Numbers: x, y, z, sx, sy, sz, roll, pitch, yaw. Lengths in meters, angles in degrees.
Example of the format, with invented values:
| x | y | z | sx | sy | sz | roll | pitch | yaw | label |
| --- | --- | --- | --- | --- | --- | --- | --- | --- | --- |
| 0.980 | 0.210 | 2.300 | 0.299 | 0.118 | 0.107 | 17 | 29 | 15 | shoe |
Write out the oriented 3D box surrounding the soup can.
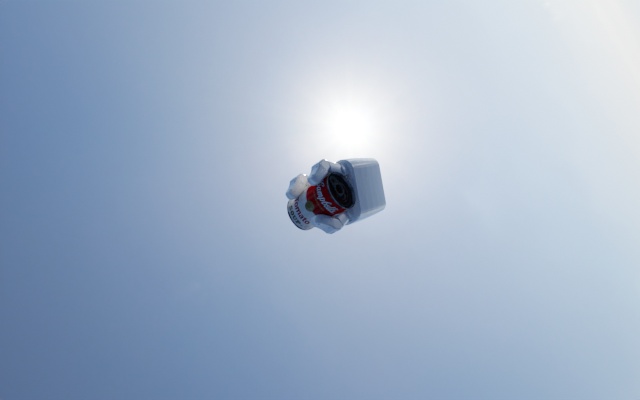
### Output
| x | y | z | sx | sy | sz | roll | pitch | yaw | label |
| --- | --- | --- | --- | --- | --- | --- | --- | --- | --- |
| 0.000 | 0.003 | 0.817 | 0.102 | 0.068 | 0.068 | -30 | -18 | 36 | soup can |
